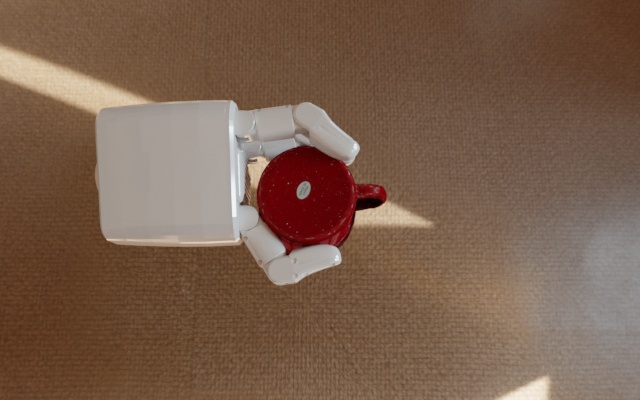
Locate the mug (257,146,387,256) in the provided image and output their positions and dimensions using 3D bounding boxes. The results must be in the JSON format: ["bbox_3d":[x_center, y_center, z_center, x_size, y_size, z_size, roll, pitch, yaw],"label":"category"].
[{"bbox_3d":[0.002,0.001,0.419,0.117,0.093,0.081,-3,-12,-2],"label":"mug"}]
